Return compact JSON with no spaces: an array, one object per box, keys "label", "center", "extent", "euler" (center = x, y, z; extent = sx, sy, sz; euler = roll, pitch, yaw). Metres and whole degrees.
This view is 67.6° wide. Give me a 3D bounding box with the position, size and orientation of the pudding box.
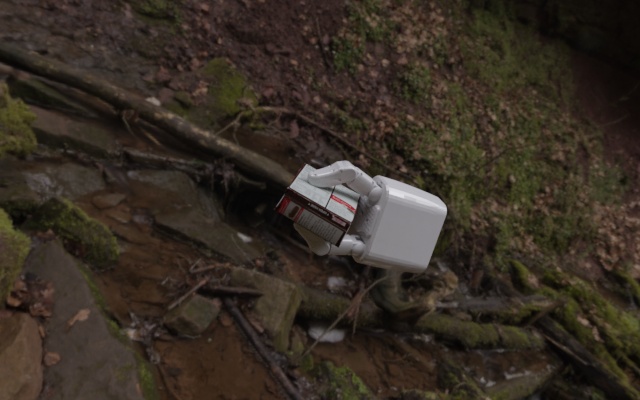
[{"label":"pudding box","center":[0.000,0.002,0.604],"extent":[0.090,0.039,0.113],"euler":[29,20,-1]}]
